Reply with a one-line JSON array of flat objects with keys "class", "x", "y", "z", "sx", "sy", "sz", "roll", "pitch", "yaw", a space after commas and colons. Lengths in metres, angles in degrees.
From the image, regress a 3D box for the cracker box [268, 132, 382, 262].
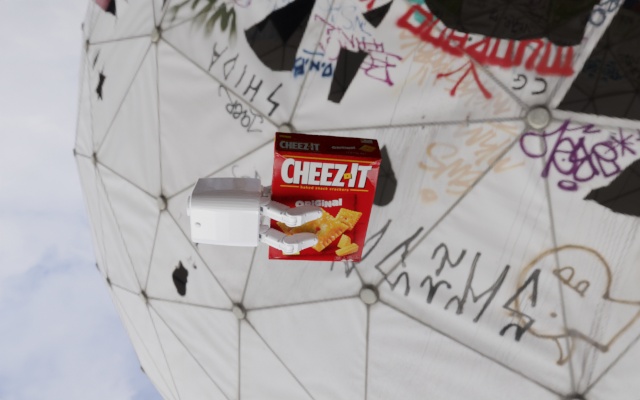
[{"class": "cracker box", "x": 0.000, "y": 0.003, "z": 0.783, "sx": 0.164, "sy": 0.214, "sz": 0.072, "roll": 3, "pitch": 35, "yaw": -6}]
